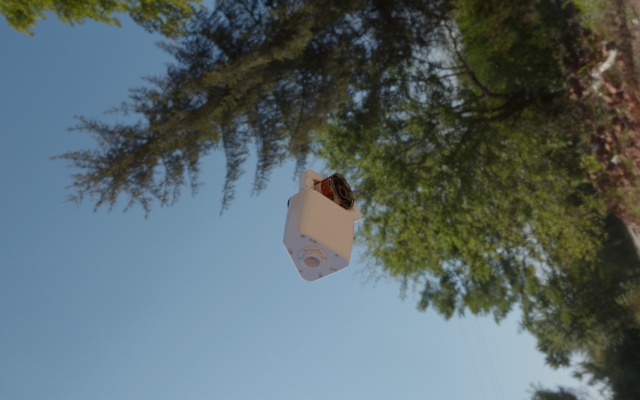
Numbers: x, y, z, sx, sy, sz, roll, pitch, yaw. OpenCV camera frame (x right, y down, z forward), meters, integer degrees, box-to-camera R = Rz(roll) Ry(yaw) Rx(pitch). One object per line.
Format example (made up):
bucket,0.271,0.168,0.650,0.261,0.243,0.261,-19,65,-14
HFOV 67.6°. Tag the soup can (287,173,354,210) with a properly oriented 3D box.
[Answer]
soup can,0.000,0.003,0.858,0.102,0.068,0.068,-27,-12,25
